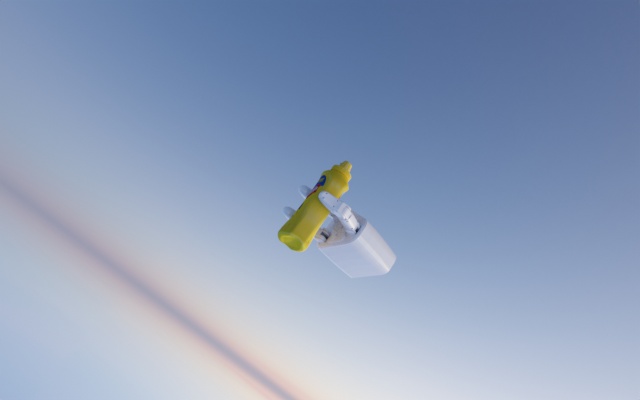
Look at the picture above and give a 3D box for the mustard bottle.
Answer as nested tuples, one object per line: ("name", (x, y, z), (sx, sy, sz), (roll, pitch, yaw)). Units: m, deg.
("mustard bottle", (0.000, 0.003, 0.874), (0.058, 0.191, 0.096), (38, -20, -4))
